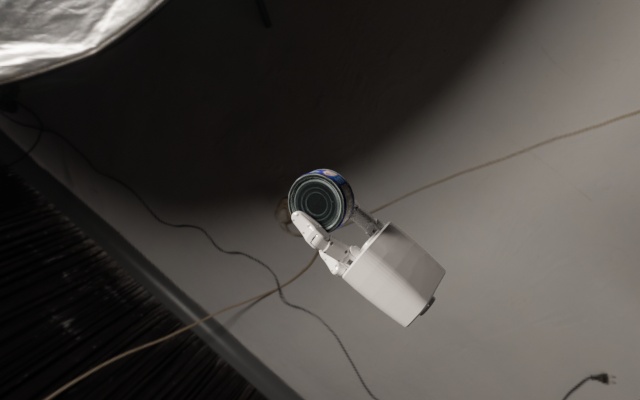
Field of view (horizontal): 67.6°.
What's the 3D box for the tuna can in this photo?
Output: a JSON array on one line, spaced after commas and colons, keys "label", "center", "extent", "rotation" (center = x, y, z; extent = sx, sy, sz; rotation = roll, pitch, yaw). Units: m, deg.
[{"label": "tuna can", "center": [0.000, 0.002, 0.642], "extent": [0.086, 0.086, 0.033], "rotation": [0, 12, 25]}]
